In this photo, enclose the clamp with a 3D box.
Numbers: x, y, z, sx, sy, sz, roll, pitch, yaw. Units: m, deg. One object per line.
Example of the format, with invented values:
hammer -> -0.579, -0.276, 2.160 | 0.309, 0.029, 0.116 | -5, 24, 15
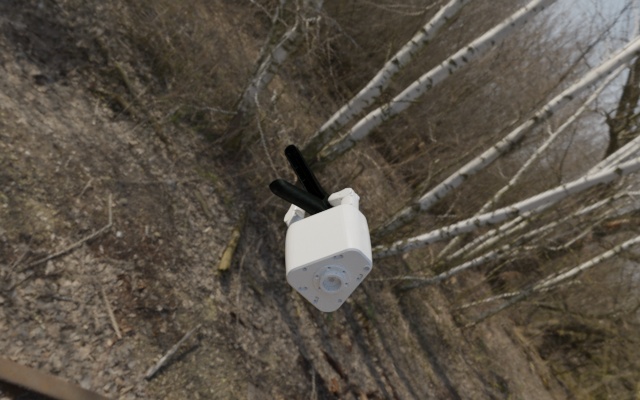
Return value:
clamp -> 0.001, 0.003, 0.789 | 0.036, 0.210, 0.164 | -36, 25, 21
